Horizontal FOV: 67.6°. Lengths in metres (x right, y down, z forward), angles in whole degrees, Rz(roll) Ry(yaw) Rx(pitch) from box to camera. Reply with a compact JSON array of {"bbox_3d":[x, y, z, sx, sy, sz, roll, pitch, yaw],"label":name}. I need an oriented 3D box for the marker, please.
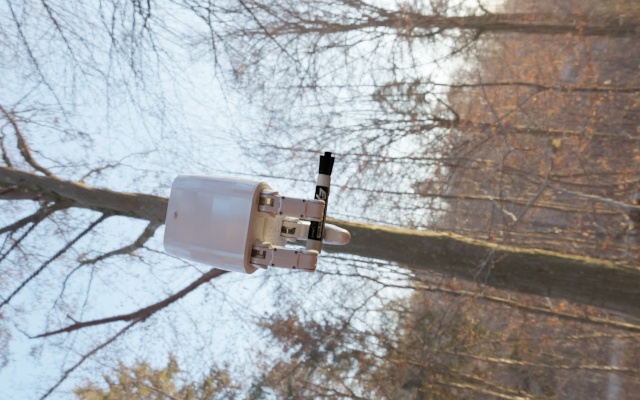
[{"bbox_3d":[0.000,0.002,0.563,0.020,0.121,0.020,8,-2,0],"label":"marker"}]
